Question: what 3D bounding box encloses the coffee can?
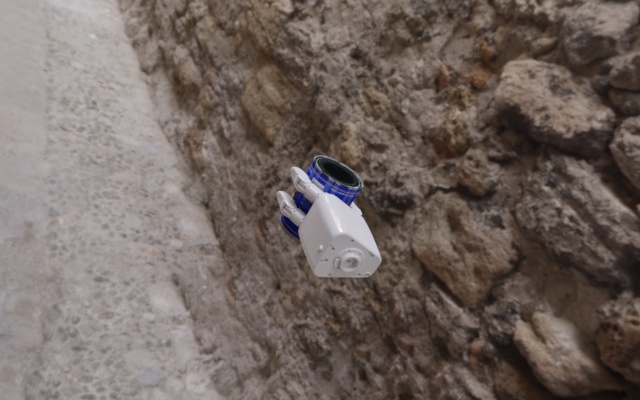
[{"bbox_3d":[0.000,0.003,0.881,0.103,0.140,0.102,26,24,-12],"label":"coffee can"}]
